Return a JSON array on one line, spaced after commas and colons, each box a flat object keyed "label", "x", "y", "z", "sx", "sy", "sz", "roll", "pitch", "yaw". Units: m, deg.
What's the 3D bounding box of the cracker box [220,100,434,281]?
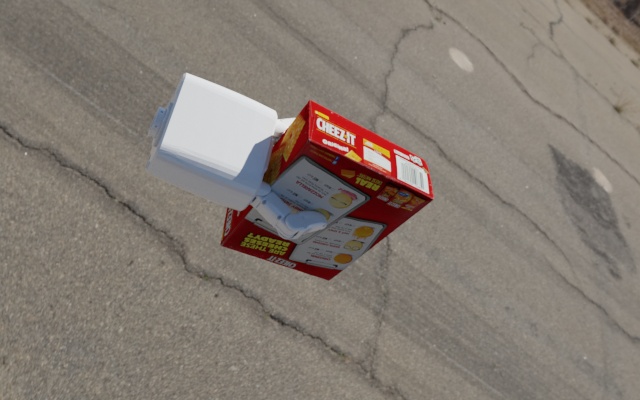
[{"label": "cracker box", "x": 0.000, "y": 0.002, "z": 0.573, "sx": 0.164, "sy": 0.072, "sz": 0.214, "roll": 22, "pitch": -44, "yaw": -24}]
